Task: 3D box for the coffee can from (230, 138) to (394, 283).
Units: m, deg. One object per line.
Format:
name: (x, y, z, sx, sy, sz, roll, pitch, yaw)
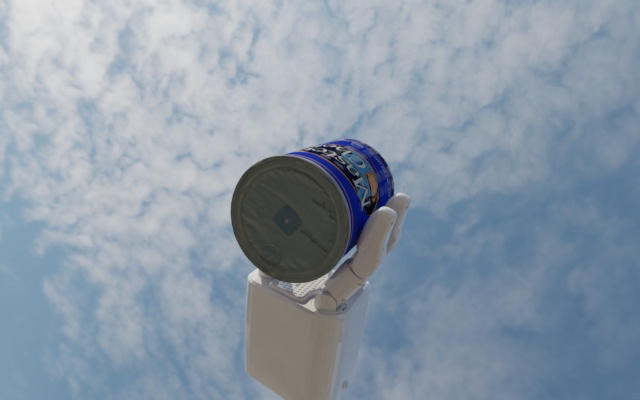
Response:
coffee can: (0.000, 0.001, 0.432, 0.103, 0.103, 0.140, 0, 12, 23)
